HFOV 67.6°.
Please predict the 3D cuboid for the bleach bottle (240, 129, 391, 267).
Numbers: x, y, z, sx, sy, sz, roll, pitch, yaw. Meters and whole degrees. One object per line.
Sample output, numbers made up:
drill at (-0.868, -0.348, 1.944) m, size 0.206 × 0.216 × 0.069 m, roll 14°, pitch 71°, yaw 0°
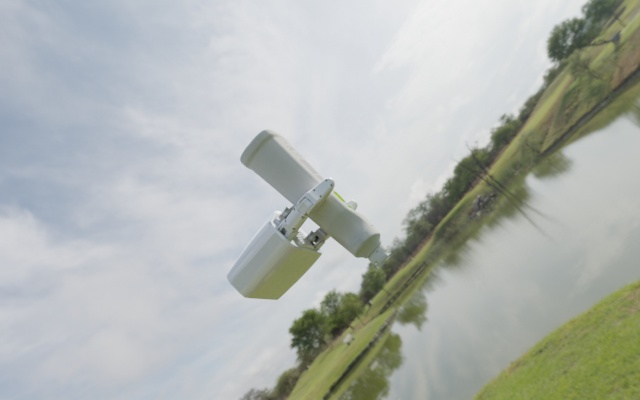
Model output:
bleach bottle at (0.000, 0.002, 0.703) m, size 0.251 × 0.068 × 0.102 m, roll 43°, pitch 9°, yaw 12°
